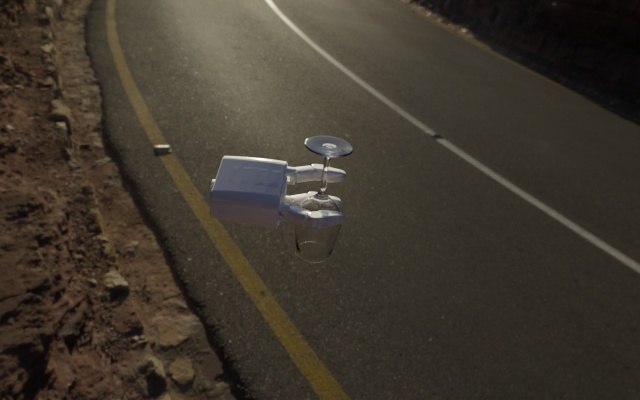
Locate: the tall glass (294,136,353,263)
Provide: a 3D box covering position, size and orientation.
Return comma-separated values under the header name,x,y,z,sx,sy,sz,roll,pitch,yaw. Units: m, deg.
name,x,y,z,sx,sy,sz,roll,pitch,yaw
tall glass,0.000,0.002,0.770,0.079,0.201,0.079,6,30,-4
